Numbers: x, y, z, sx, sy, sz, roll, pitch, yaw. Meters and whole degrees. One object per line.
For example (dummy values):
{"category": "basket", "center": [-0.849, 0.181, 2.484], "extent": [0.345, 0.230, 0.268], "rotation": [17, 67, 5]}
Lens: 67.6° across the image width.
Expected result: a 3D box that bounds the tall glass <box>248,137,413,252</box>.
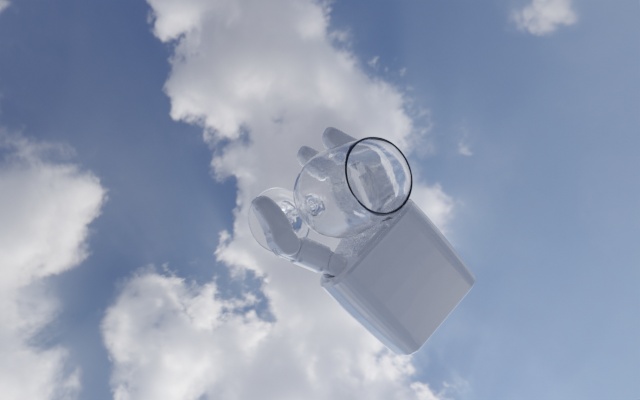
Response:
{"category": "tall glass", "center": [0.000, 0.002, 0.446], "extent": [0.079, 0.079, 0.201], "rotation": [0, -12, -27]}
